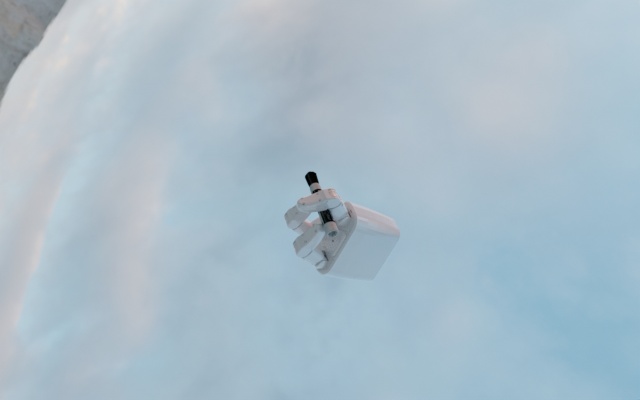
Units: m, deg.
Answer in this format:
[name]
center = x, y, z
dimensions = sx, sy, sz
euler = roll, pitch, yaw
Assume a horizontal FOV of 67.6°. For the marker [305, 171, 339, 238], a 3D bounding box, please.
[marker]
center = 0.000, 0.002, 0.692
dimensions = 0.020, 0.121, 0.020
euler = -12, -40, -11
